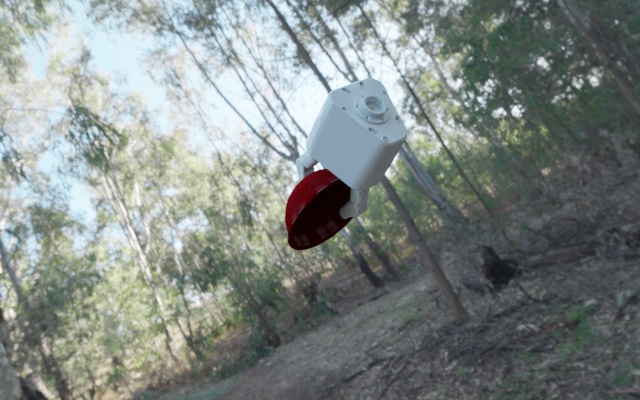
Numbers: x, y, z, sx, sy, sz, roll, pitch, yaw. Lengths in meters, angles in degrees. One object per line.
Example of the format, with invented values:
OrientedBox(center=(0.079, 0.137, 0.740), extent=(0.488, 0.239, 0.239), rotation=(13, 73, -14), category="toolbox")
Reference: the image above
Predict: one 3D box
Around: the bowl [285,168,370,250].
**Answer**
OrientedBox(center=(-0.001, 0.003, 0.746), extent=(0.055, 0.162, 0.162), rotation=(47, 25, 26), category="bowl")
